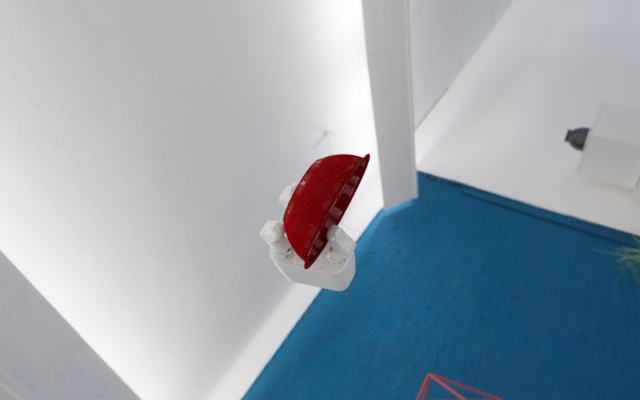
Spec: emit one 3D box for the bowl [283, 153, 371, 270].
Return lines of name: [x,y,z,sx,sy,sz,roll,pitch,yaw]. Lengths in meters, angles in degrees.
bowl: [0.000,0.001,0.587,0.055,0.162,0.162,29,4,8]
